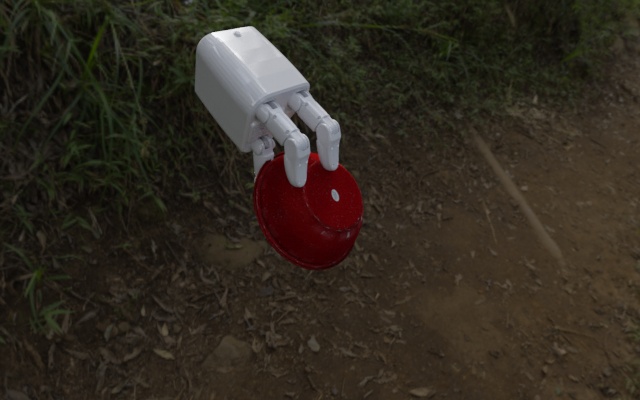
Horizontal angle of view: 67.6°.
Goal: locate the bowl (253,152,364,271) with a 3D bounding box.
[{"bbox_3d":[0.001,0.003,0.591,0.162,0.162,0.055,0,-19,-39],"label":"bowl"}]
